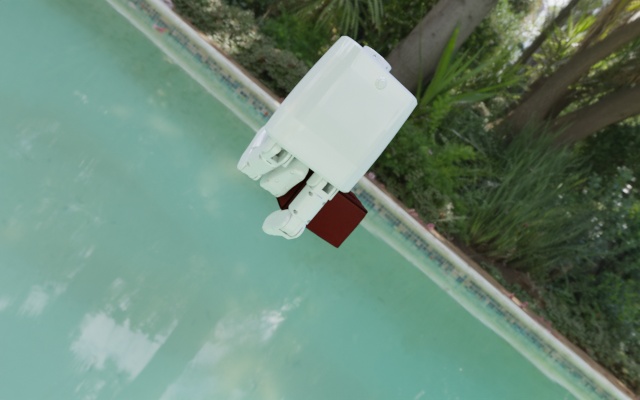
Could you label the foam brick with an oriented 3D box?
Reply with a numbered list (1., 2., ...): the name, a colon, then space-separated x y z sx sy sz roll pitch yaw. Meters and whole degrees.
1. foam brick: 0.000 0.002 0.492 0.078 0.051 0.053 36 10 -24
